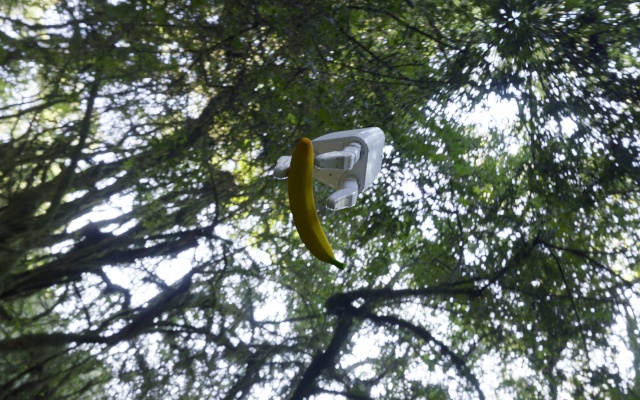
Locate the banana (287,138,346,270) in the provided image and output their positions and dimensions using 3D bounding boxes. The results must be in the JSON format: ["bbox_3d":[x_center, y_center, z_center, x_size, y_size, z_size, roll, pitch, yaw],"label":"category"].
[{"bbox_3d":[-0.015,0.009,0.699,0.069,0.198,0.037,-12,11,30],"label":"banana"}]
